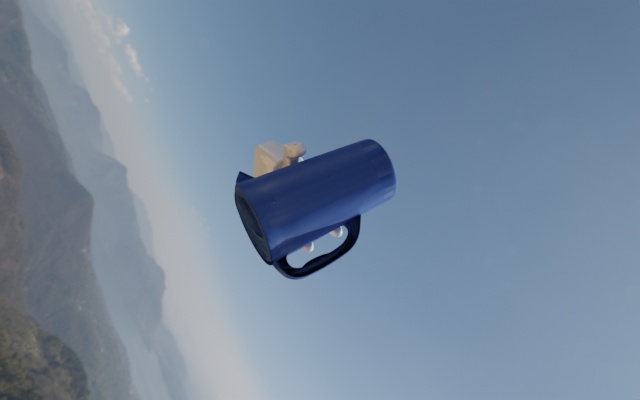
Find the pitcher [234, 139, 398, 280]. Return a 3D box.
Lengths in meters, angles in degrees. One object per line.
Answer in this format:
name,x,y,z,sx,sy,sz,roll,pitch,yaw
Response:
pitcher,0.000,0.002,0.747,0.243,0.149,0.145,-24,33,-19
